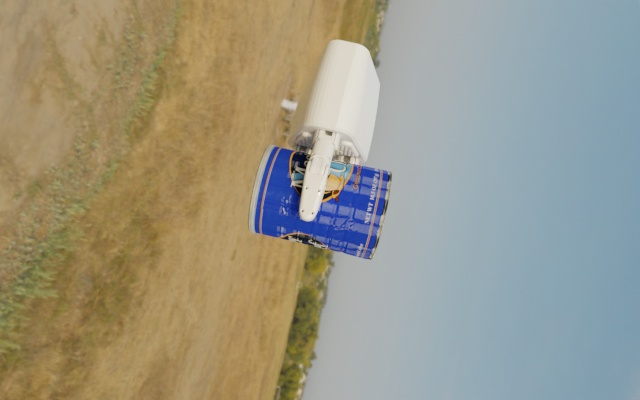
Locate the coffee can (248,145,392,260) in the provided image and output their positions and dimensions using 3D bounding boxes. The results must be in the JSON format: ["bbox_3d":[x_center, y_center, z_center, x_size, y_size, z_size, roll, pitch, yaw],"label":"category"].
[{"bbox_3d":[0.000,0.002,0.540,0.140,0.103,0.103,13,0,2],"label":"coffee can"}]
